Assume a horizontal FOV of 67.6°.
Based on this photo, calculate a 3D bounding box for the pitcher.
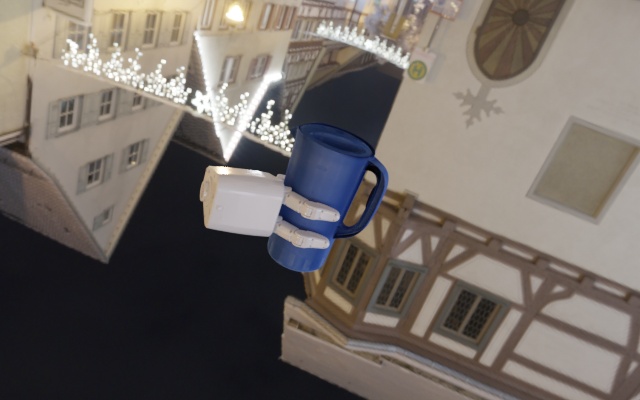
[{"bbox_3d":[0.000,0.003,0.812,0.145,0.243,0.149,7,27,-26],"label":"pitcher"}]
